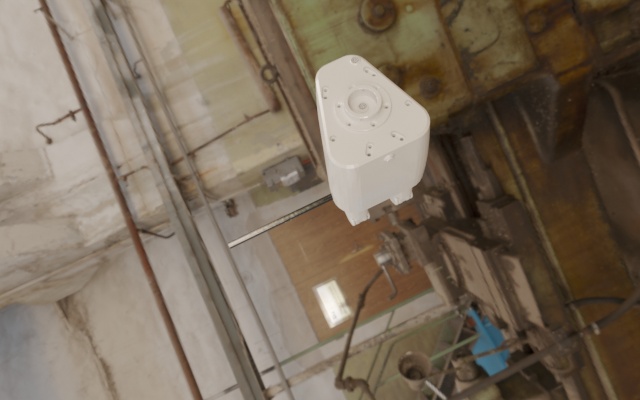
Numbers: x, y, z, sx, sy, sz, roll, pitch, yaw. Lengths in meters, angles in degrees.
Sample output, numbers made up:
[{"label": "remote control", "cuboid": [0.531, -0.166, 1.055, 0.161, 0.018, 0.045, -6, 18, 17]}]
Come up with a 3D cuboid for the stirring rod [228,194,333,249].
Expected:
[{"label": "stirring rod", "cuboid": [0.000, 0.002, 0.573, 0.239, 0.011, 0.011, -26, 1, -3]}]
